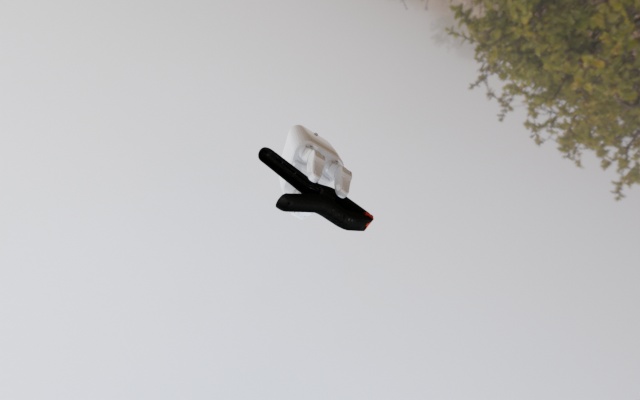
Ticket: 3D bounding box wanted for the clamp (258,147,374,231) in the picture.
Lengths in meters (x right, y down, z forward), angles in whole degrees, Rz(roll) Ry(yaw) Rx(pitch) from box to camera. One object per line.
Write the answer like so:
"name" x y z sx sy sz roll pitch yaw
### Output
"clamp" 0.000 0.003 0.734 0.210 0.036 0.164 29 20 -23
